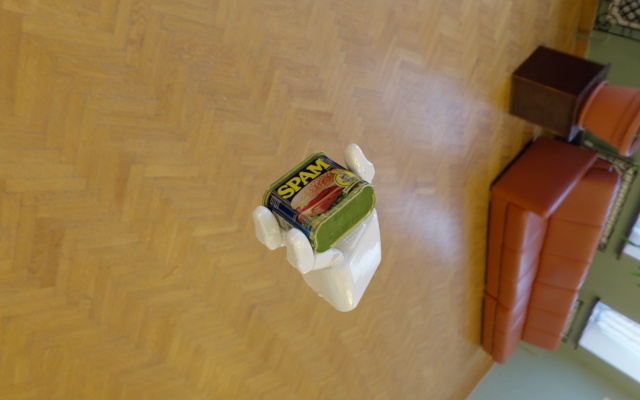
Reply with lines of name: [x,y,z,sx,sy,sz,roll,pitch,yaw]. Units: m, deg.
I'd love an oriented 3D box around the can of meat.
can of meat: [0.000,0.002,0.542,0.102,0.057,0.084,-39,52,-23]
